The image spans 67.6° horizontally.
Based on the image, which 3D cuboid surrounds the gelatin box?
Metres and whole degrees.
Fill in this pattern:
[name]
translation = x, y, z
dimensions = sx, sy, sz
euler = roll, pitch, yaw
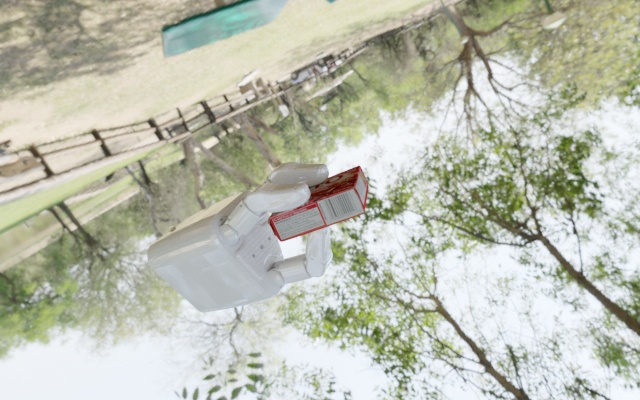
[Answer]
[gelatin box]
translation = 0.001, 0.002, 0.463
dimensions = 0.089, 0.030, 0.073
euler = -20, 15, 15
